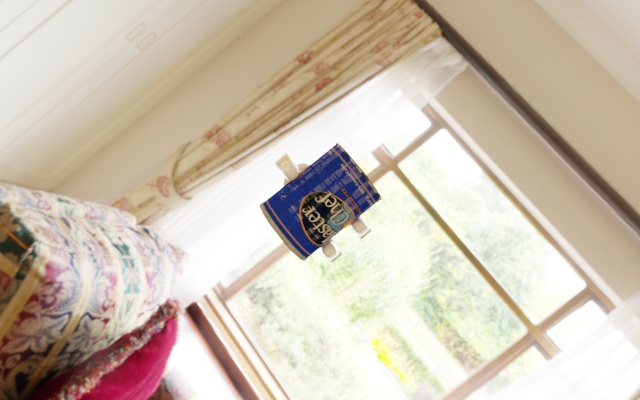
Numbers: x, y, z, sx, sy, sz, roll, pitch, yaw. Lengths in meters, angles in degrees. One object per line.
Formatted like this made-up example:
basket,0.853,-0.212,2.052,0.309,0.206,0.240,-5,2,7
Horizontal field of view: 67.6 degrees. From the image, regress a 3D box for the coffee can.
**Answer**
coffee can,0.000,0.002,0.671,0.140,0.103,0.103,-39,-1,2
